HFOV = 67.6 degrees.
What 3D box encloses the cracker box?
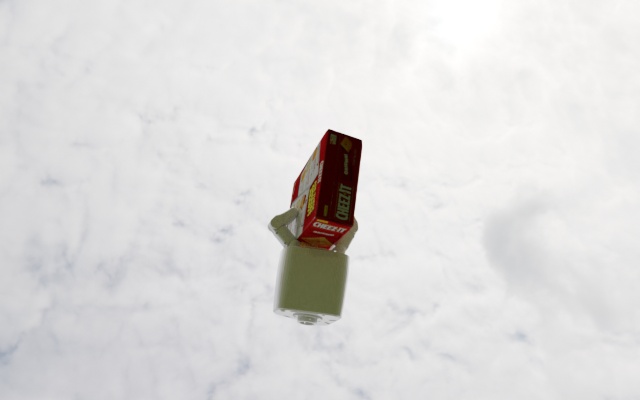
[{"bbox_3d":[0.000,0.003,0.839,0.072,0.164,0.214,14,-27,-14],"label":"cracker box"}]
